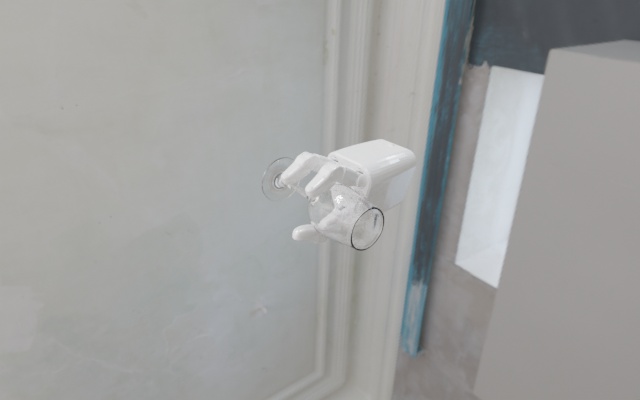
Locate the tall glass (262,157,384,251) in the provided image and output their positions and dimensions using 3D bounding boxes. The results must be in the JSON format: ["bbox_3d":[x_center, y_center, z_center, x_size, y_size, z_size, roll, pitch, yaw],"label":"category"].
[{"bbox_3d":[0.000,0.002,0.694,0.079,0.079,0.201,0,21,-42],"label":"tall glass"}]
